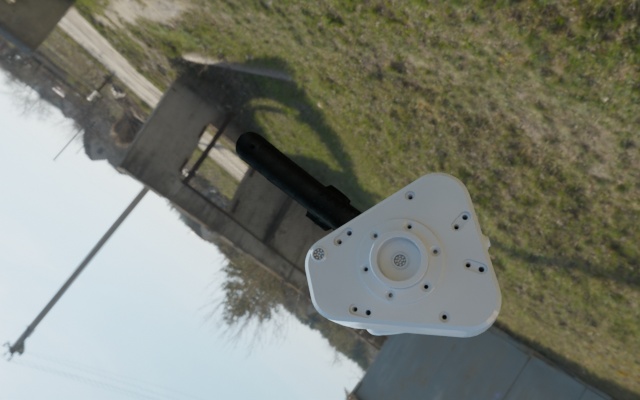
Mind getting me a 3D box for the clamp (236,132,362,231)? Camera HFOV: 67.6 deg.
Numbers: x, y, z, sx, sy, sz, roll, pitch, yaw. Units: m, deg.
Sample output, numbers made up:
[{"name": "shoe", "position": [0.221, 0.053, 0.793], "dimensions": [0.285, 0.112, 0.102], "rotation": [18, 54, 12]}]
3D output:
[{"name": "clamp", "position": [0.000, 0.002, 0.413], "dimensions": [0.171, 0.039, 0.120], "rotation": [34, 3, 19]}]
